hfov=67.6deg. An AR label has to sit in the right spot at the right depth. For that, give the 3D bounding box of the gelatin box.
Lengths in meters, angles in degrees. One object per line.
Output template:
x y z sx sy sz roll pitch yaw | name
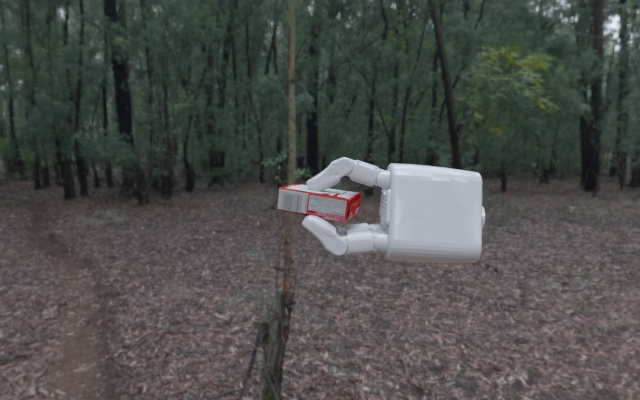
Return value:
0.000 0.001 0.585 0.089 0.030 0.073 10 8 13 | gelatin box
